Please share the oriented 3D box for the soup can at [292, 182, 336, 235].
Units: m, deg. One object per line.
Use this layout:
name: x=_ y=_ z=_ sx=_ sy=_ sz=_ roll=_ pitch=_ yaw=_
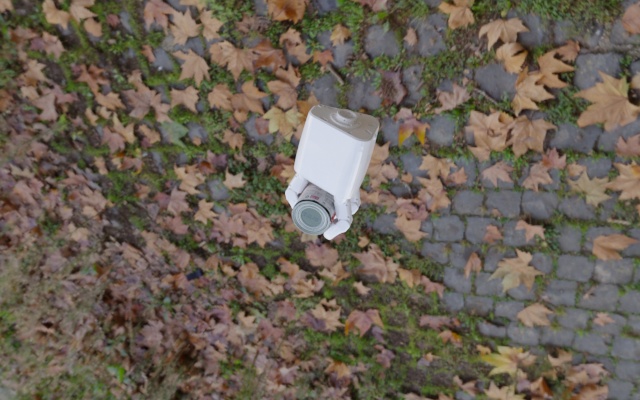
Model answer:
soup can: x=0.000 y=0.003 z=0.796 sx=0.068 sy=0.068 sz=0.102 roll=0 pitch=31 yaw=21
